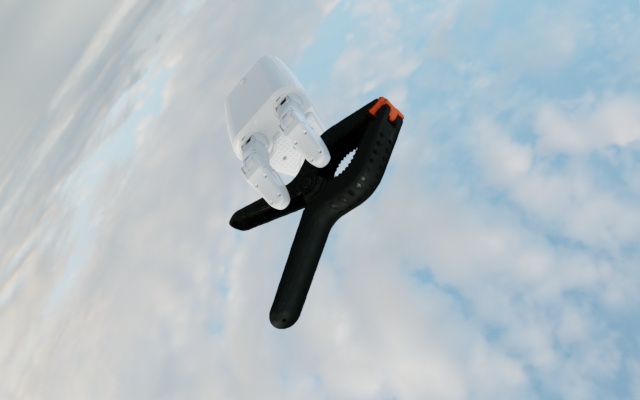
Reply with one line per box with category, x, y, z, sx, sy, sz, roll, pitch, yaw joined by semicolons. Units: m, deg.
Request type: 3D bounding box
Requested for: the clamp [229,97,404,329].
clamp;0.001;0.001;0.431;0.036;0.210;0.164;32;20;-38
